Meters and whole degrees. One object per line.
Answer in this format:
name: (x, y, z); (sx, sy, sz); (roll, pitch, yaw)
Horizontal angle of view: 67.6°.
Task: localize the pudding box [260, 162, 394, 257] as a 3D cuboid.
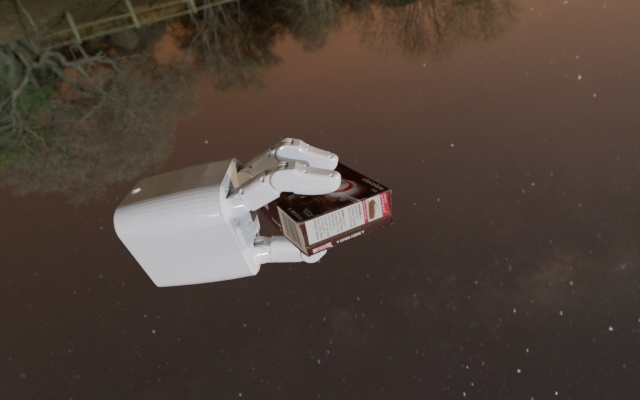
pudding box: (0.000, 0.002, 0.445); (0.090, 0.039, 0.113); (-21, 29, -20)
